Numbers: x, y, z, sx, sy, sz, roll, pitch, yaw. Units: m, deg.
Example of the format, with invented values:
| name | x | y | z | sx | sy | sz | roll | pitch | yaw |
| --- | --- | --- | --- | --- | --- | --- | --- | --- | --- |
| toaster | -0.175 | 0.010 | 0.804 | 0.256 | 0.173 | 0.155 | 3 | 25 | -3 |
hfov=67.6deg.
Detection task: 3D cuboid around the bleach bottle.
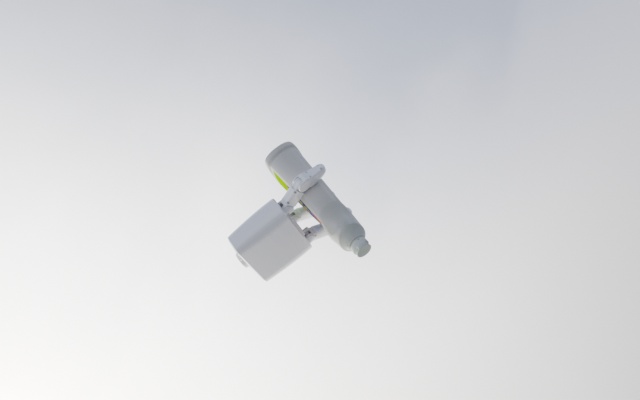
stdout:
| name | x | y | z | sx | sy | sz | roll | pitch | yaw |
| --- | --- | --- | --- | --- | --- | --- | --- | --- | --- |
| bleach bottle | 0.000 | 0.003 | 0.836 | 0.250 | 0.068 | 0.103 | 47 | -7 | 37 |
